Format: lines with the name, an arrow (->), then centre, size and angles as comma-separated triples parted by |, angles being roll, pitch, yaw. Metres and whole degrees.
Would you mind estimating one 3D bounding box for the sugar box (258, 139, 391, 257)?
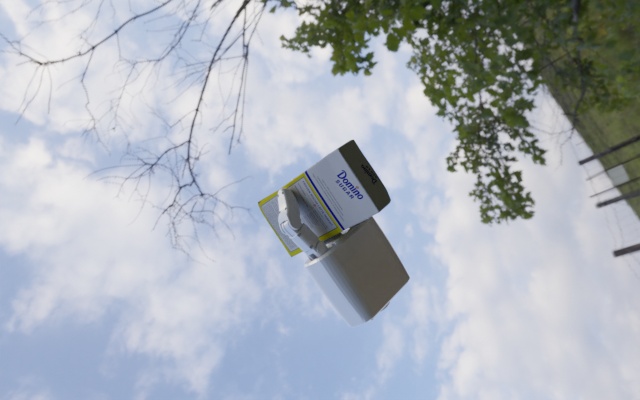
sugar box -> 0.000, 0.002, 0.631 | 0.176, 0.093, 0.048 | -30, 4, 40
